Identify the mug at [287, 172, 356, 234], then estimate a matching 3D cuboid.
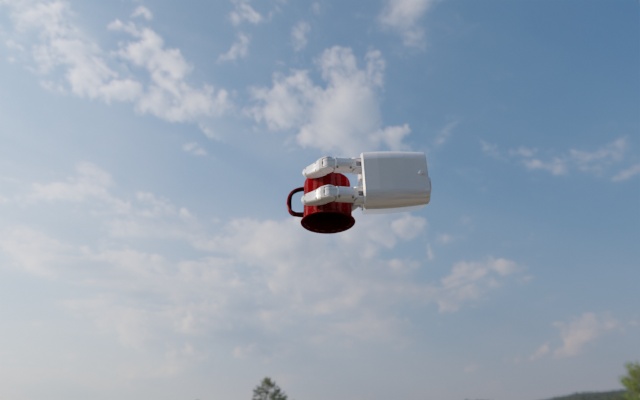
[{"bbox_3d":[-0.001,0.003,0.825,0.117,0.081,0.093,-1,-27,0],"label":"mug"}]
